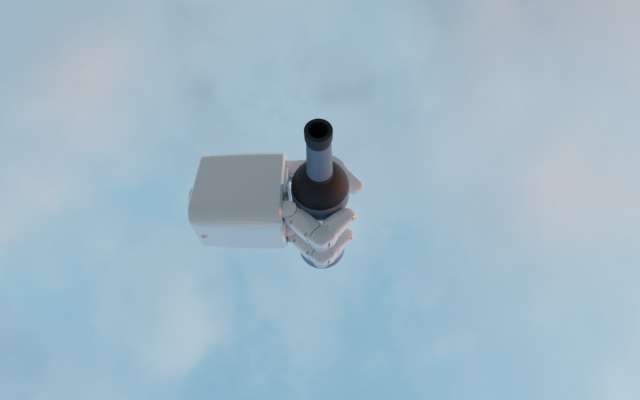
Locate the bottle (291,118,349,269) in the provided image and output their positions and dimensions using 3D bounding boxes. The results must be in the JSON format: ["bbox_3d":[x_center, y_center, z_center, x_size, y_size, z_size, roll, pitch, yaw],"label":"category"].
[{"bbox_3d":[0.000,0.002,0.572,0.069,0.069,0.296,0,-27,1],"label":"bottle"}]
